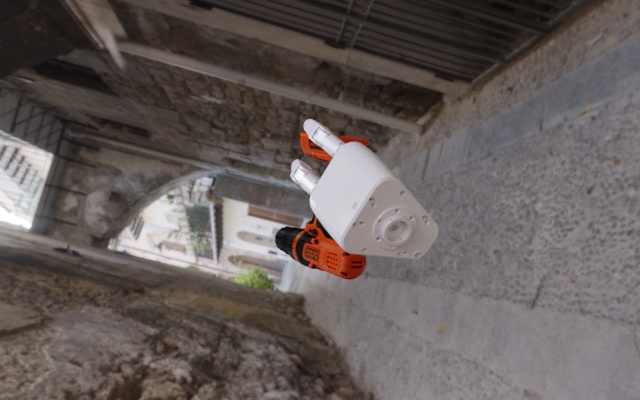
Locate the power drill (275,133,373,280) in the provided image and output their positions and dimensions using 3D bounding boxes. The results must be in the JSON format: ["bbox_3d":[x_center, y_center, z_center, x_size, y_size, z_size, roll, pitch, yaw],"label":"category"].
[{"bbox_3d":[0.000,0.002,0.665,0.057,0.187,0.184,0,8,-38],"label":"power drill"}]
